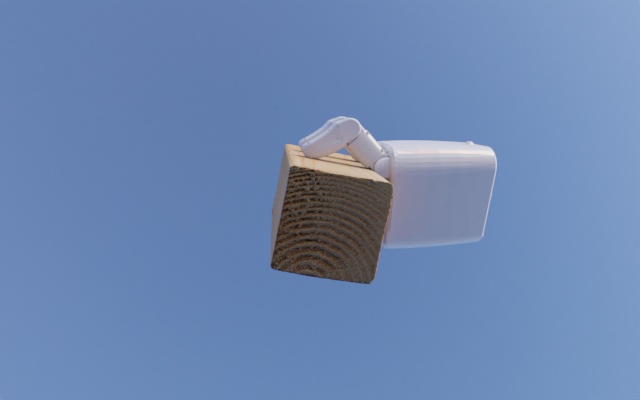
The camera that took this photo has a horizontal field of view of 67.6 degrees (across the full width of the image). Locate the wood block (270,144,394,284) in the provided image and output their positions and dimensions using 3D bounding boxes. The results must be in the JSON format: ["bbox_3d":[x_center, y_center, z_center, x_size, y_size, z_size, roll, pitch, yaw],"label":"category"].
[{"bbox_3d":[0.000,0.002,0.489,0.090,0.091,0.206,10,10,-7],"label":"wood block"}]
